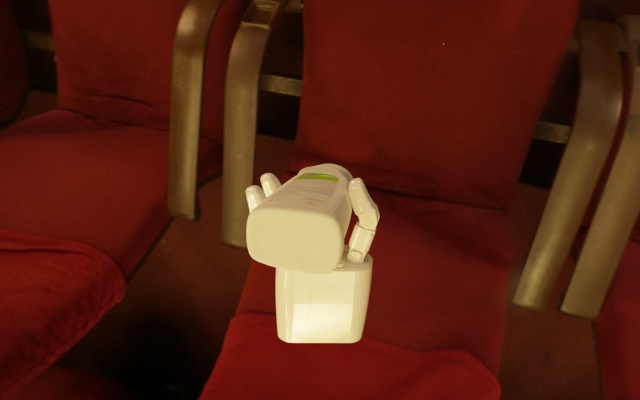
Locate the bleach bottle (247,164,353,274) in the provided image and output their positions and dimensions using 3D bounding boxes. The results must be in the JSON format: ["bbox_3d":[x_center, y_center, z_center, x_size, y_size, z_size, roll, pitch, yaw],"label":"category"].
[{"bbox_3d":[0.000,0.002,0.580,0.102,0.068,0.250,8,19,12],"label":"bleach bottle"}]
